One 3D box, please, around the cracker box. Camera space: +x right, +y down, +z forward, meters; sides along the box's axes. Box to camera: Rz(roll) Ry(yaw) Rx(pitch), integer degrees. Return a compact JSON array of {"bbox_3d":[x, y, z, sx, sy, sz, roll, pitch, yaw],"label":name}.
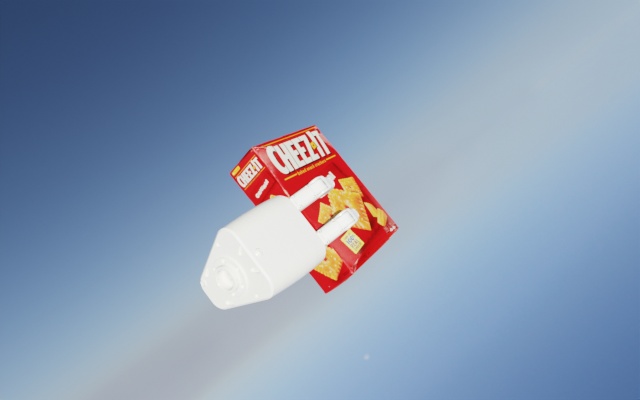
[{"bbox_3d":[0.000,0.003,0.692,0.072,0.213,0.164,-42,-6,36],"label":"cracker box"}]
